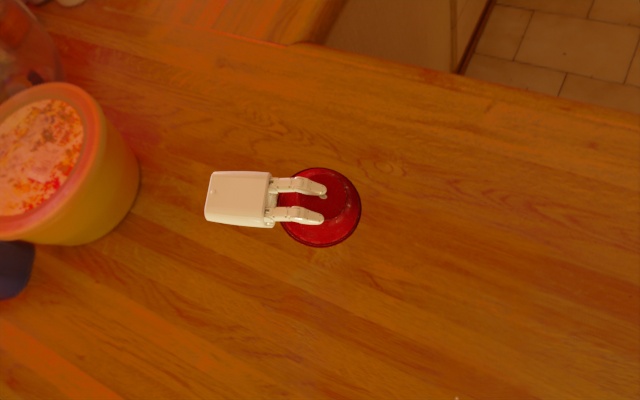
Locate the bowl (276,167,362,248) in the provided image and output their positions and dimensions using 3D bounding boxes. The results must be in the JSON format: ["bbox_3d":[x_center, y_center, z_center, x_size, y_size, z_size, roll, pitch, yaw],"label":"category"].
[{"bbox_3d":[0.001,0.003,0.874,0.162,0.162,0.055,0,-20,-6],"label":"bowl"}]
